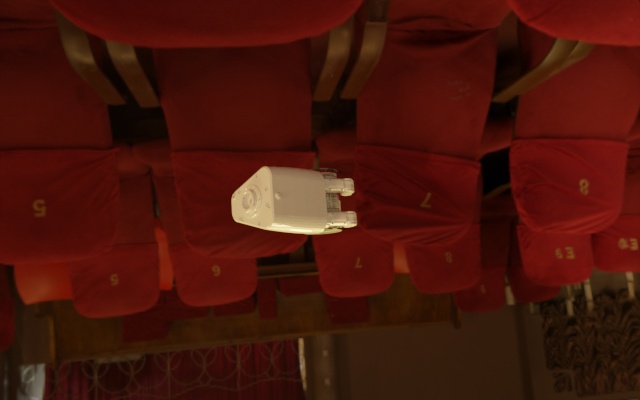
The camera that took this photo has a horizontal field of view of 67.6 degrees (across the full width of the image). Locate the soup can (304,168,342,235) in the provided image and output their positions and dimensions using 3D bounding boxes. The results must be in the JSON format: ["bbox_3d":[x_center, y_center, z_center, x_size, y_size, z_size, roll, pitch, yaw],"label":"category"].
[{"bbox_3d":[0.000,0.003,0.804,0.068,0.102,0.068,-4,-10,-1],"label":"soup can"}]
